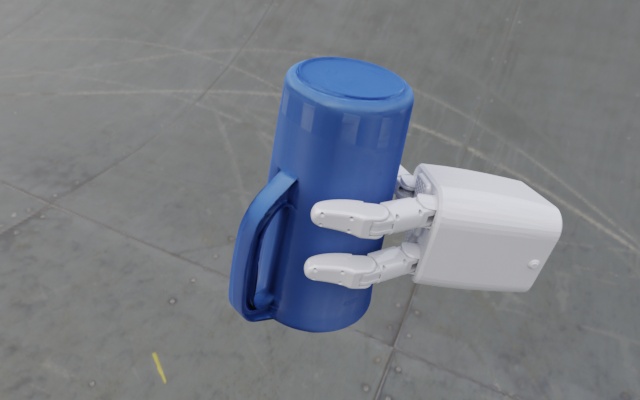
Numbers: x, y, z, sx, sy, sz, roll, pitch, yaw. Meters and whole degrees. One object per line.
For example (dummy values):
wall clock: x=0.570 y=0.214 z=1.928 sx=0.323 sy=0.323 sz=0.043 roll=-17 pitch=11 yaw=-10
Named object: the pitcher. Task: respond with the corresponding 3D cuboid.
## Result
pitcher: x=0.000 y=0.001 z=0.447 sx=0.145 sy=0.243 sz=0.149 roll=7 pitch=34 yaw=-4
